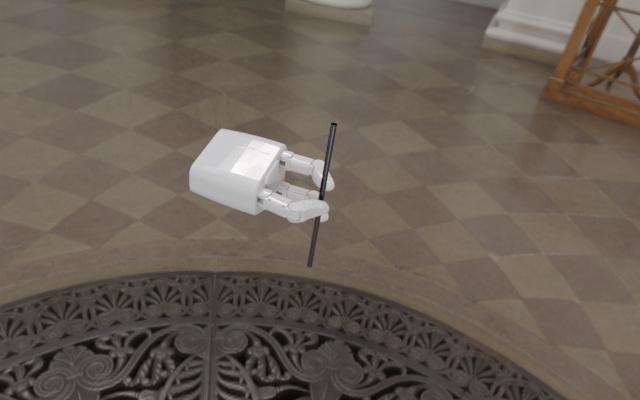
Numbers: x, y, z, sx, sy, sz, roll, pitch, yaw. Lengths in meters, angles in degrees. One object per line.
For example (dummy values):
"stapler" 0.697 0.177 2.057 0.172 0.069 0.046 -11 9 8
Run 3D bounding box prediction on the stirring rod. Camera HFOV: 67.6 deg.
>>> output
"stirring rod" 0.000 0.002 0.668 0.011 0.240 0.011 7 34 -5
